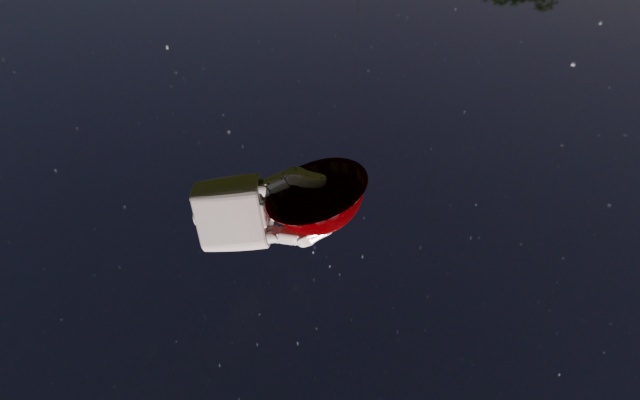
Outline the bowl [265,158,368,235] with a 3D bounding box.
[{"bbox_3d":[0.001,0.003,0.729,0.162,0.055,0.162,-14,35,10],"label":"bowl"}]
